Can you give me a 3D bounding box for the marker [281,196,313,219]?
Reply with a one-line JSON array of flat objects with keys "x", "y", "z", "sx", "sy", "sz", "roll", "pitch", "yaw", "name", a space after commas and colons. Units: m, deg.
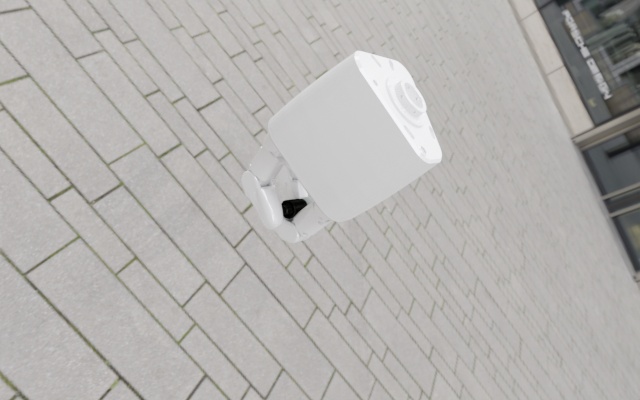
[{"x": 0.000, "y": 0.002, "z": 0.504, "sx": 0.020, "sy": 0.020, "sz": 0.121, "roll": 0, "pitch": 7, "yaw": 36, "name": "marker"}]
